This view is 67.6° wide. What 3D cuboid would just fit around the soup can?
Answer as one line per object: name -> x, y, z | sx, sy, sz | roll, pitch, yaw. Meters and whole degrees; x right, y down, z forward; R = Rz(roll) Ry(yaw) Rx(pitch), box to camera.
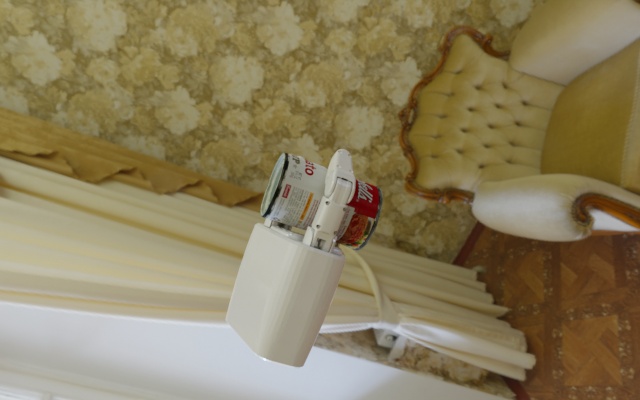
soup can -> 0.000, 0.001, 0.468 | 0.102, 0.068, 0.068 | 20, -5, -14
